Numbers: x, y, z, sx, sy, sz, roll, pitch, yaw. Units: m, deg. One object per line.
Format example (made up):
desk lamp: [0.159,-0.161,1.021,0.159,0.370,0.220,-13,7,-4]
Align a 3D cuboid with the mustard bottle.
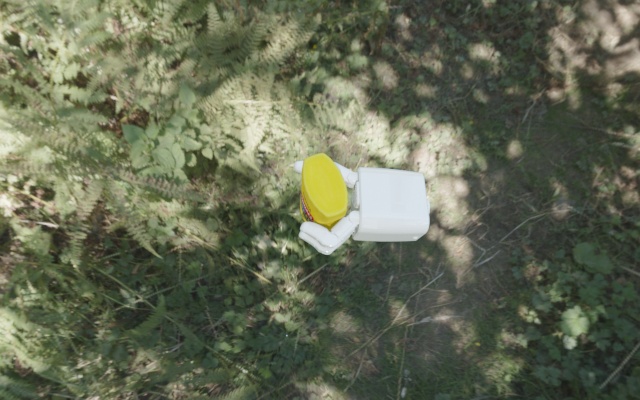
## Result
mustard bottle: [0.000,0.002,0.752,0.058,0.096,0.192,-21,-13,-9]
